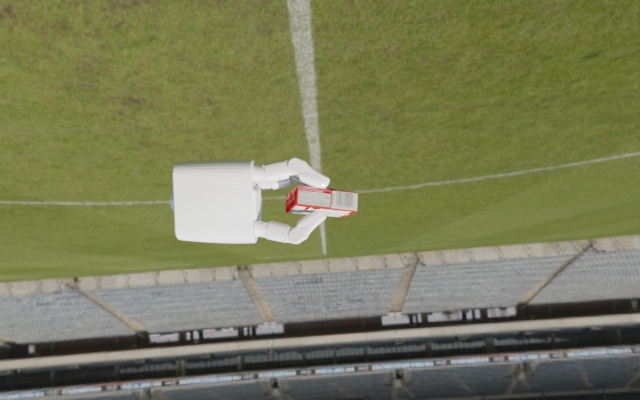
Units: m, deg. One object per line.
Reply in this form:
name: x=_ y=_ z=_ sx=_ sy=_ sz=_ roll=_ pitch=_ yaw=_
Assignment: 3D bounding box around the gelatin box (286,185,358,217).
gelatin box: x=0.000 y=0.003 z=0.668 sx=0.089 sy=0.030 sz=0.073 roll=6 pitch=-10 yaw=-12
